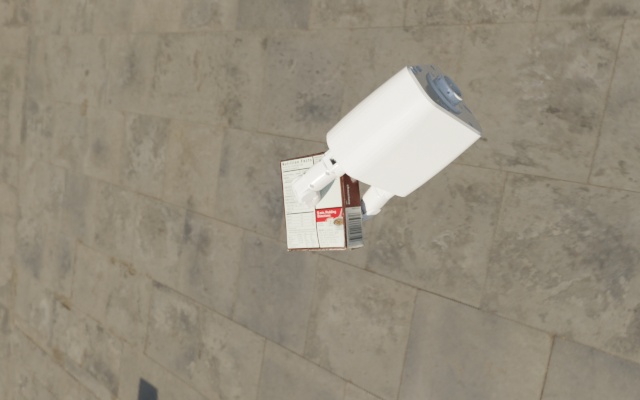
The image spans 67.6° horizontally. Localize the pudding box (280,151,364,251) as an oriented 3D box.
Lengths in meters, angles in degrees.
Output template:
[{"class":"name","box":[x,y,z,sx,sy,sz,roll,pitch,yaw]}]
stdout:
[{"class":"pudding box","box":[0.000,0.002,0.557,0.090,0.113,0.039,-6,-3,38]}]
